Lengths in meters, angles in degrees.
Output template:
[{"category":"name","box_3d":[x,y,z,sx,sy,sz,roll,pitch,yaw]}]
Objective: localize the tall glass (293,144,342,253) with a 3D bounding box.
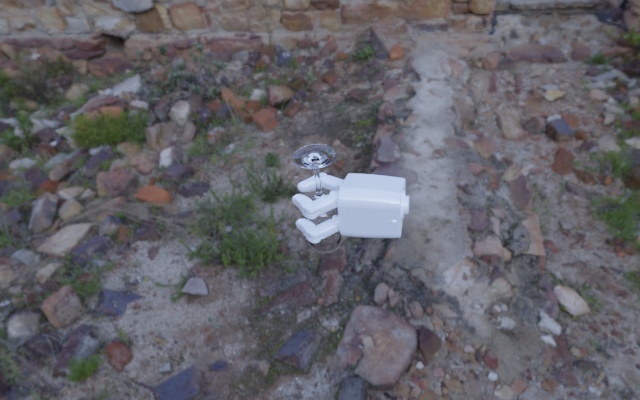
[{"category":"tall glass","box_3d":[0.000,0.002,0.862,0.079,0.201,0.079,-4,38,3]}]
